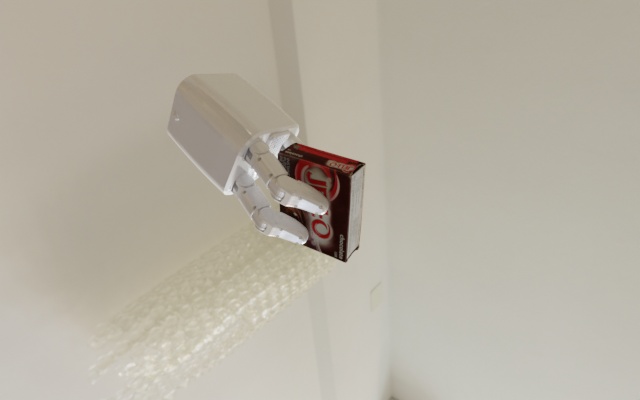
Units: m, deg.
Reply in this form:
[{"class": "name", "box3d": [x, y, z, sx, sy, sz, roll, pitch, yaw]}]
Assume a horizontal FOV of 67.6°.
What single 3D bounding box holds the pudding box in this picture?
[{"class": "pudding box", "box3d": [0.000, 0.002, 0.522, 0.090, 0.114, 0.039, 20, 39, 28]}]
